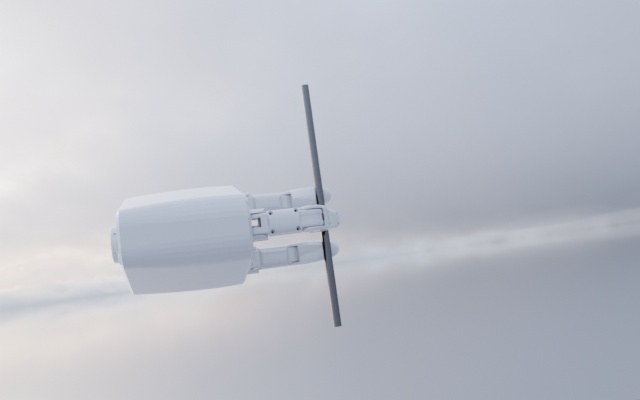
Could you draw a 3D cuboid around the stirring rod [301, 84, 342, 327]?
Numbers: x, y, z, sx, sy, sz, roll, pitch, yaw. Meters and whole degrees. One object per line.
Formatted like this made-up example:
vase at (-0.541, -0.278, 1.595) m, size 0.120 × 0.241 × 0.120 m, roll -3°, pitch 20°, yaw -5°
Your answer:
stirring rod at (0.000, 0.002, 0.470) m, size 0.011 × 0.239 × 0.011 m, roll -8°, pitch -8°, yaw -1°
